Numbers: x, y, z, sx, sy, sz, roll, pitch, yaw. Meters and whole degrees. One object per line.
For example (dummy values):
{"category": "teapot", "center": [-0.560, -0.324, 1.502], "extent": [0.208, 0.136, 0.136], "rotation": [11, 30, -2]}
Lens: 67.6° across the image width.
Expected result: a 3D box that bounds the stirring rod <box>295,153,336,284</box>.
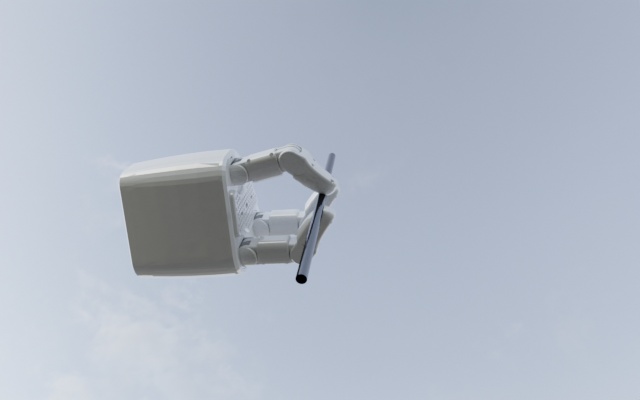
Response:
{"category": "stirring rod", "center": [0.000, 0.001, 0.425], "extent": [0.011, 0.011, 0.239], "rotation": [0, 25, 7]}
